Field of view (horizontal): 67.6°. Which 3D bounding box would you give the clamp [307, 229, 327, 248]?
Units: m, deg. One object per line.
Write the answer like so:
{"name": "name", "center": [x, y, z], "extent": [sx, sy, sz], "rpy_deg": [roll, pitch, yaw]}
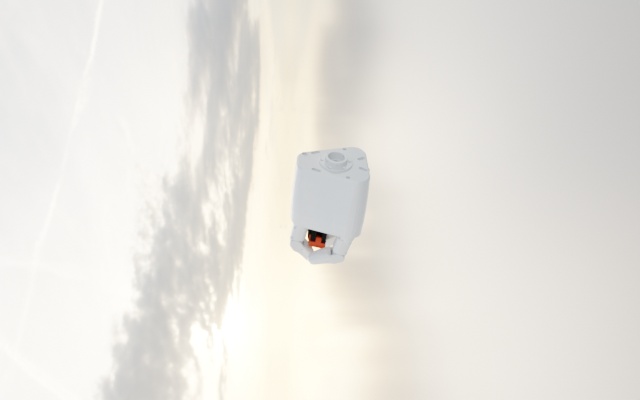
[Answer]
{"name": "clamp", "center": [-0.001, 0.003, 0.817], "extent": [0.039, 0.120, 0.171], "rpy_deg": [4, 39, -6]}
